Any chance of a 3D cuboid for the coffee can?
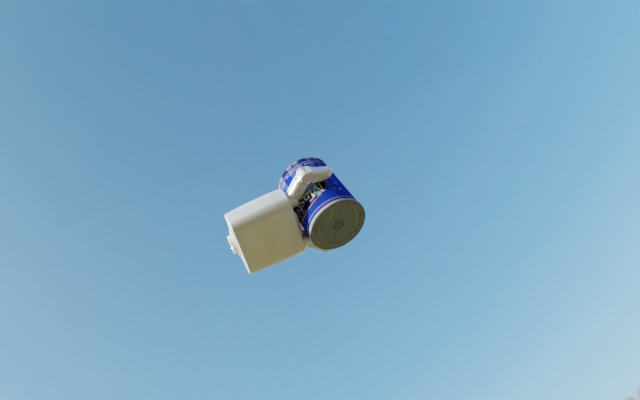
[{"bbox_3d":[0.000,0.003,0.837,0.103,0.103,0.140,0,34,-31],"label":"coffee can"}]
